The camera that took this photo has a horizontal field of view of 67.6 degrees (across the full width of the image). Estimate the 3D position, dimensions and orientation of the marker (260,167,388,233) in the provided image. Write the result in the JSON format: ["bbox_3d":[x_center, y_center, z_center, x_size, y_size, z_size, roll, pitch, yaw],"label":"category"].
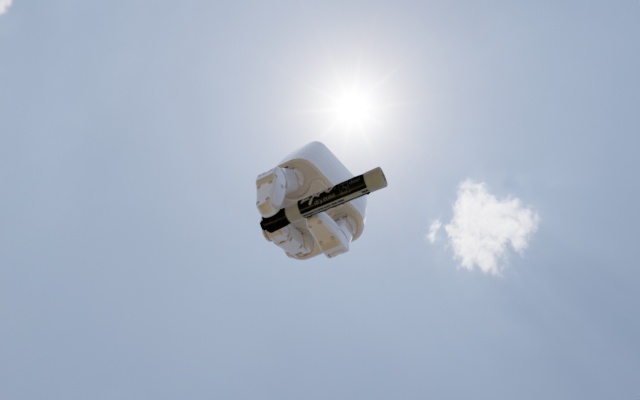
[{"bbox_3d":[0.000,0.001,0.421,0.121,0.020,0.020,-22,-7,17],"label":"marker"}]
